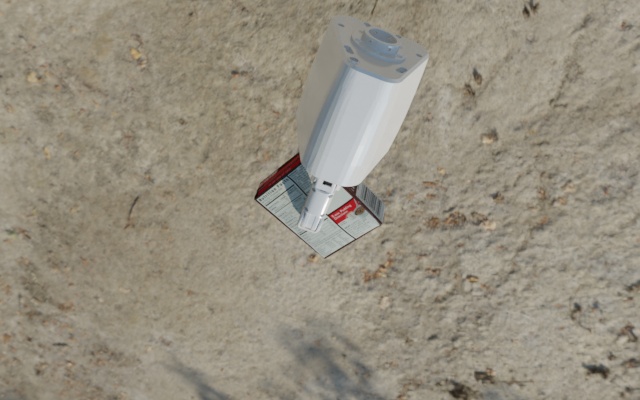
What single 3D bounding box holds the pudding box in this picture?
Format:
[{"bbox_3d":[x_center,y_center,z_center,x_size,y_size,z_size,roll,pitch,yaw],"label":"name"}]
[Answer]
[{"bbox_3d":[0.000,0.002,0.511,0.090,0.113,0.039,-34,23,32],"label":"pudding box"}]
